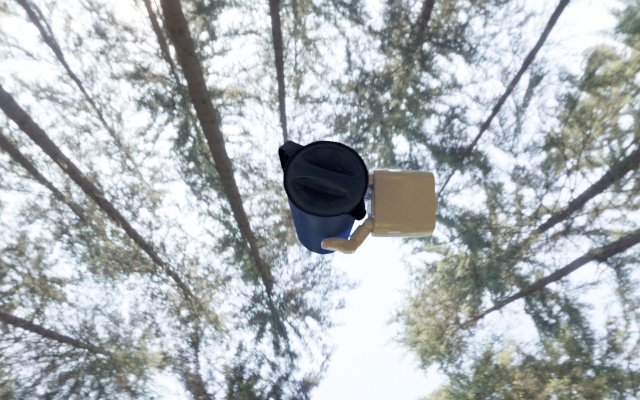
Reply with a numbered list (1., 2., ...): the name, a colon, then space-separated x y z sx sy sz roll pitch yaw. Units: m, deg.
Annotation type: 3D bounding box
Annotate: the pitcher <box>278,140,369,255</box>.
1. pitcher: 0.000 0.003 0.840 0.145 0.149 0.243 0 -24 -1
